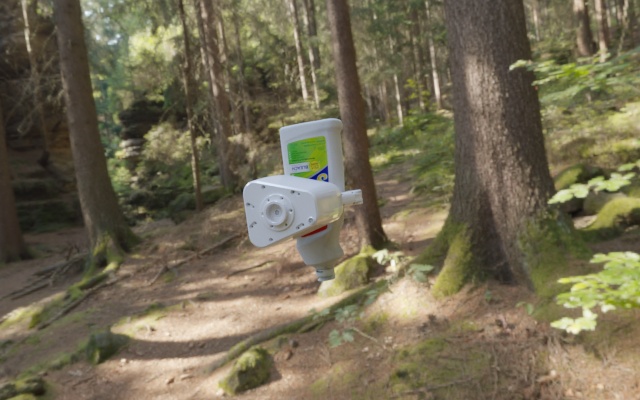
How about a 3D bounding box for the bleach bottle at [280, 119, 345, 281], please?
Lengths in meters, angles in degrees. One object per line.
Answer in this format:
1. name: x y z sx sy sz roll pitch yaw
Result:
1. bleach bottle: 0.000 0.002 0.765 0.102 0.251 0.068 -7 2 18
